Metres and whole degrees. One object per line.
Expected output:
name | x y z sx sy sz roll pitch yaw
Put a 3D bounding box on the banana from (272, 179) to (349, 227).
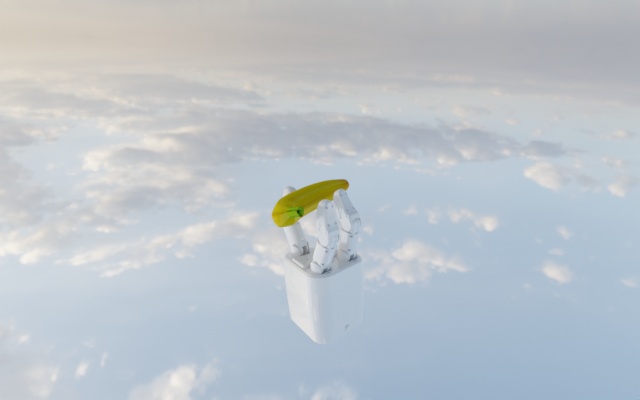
banana | -0.018 0.004 0.663 0.069 0.037 0.197 -4 13 21
